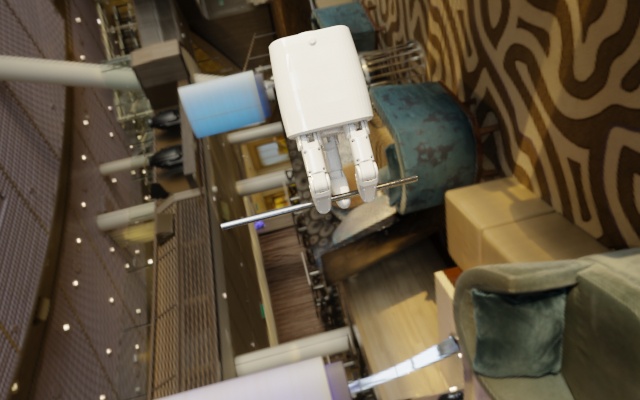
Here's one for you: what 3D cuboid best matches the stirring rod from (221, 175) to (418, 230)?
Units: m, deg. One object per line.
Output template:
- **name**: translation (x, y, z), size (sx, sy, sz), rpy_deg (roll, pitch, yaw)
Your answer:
- **stirring rod**: translation (0.000, 0.002, 0.571), size (0.239, 0.011, 0.011), rpy_deg (-14, 1, -4)
